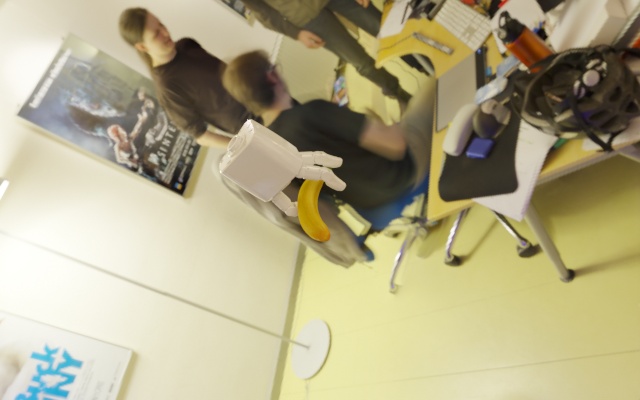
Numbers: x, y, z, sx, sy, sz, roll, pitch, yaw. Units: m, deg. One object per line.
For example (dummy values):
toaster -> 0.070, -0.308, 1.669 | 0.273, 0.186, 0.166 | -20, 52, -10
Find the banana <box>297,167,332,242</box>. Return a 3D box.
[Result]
banana -> -0.013, 0.010, 0.878 | 0.070, 0.197, 0.037 | -36, -57, 29
